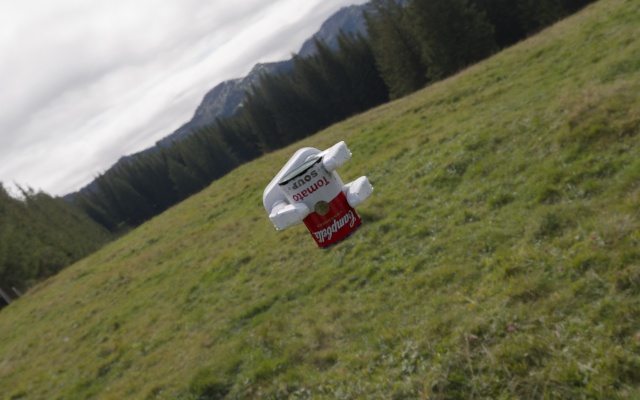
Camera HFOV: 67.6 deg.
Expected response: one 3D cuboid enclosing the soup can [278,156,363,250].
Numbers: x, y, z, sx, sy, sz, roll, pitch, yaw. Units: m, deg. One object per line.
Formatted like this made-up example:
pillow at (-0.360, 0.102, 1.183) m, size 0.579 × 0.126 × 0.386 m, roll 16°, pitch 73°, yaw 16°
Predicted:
soup can at (0.000, 0.002, 0.611) m, size 0.068 × 0.102 × 0.068 m, roll -31°, pitch 12°, yaw 7°
